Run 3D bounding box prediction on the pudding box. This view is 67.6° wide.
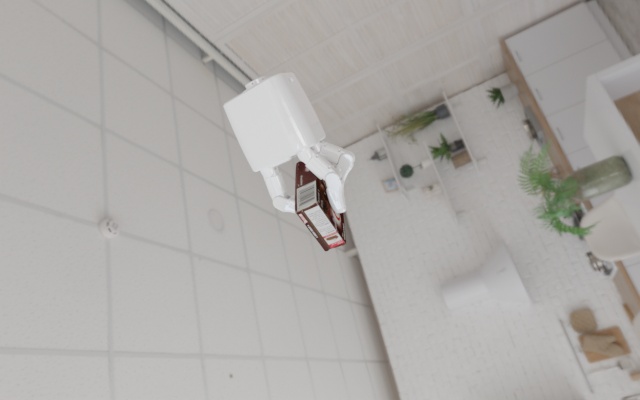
[{"bbox_3d":[0.000,0.002,0.686,0.039,0.113,0.090,-22,-52,19],"label":"pudding box"}]
